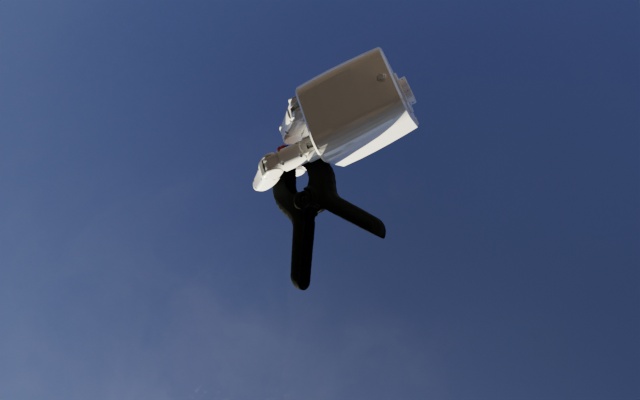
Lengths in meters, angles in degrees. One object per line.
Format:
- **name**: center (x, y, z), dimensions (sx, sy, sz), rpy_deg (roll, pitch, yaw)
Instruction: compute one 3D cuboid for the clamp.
- **clamp**: center (0.000, 0.002, 0.538), dimensions (0.120, 0.171, 0.039), rpy_deg (-25, -23, 16)
